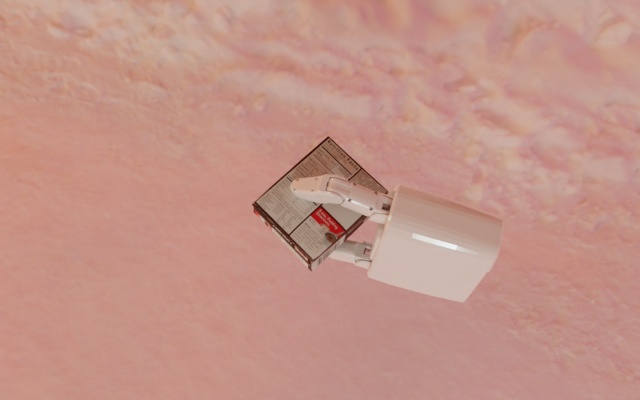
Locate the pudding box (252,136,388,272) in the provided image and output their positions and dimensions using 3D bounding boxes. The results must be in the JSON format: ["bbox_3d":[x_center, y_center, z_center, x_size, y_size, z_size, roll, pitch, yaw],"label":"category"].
[{"bbox_3d":[0.000,0.002,0.496,0.113,0.090,0.039,-42,-13,-17],"label":"pudding box"}]
